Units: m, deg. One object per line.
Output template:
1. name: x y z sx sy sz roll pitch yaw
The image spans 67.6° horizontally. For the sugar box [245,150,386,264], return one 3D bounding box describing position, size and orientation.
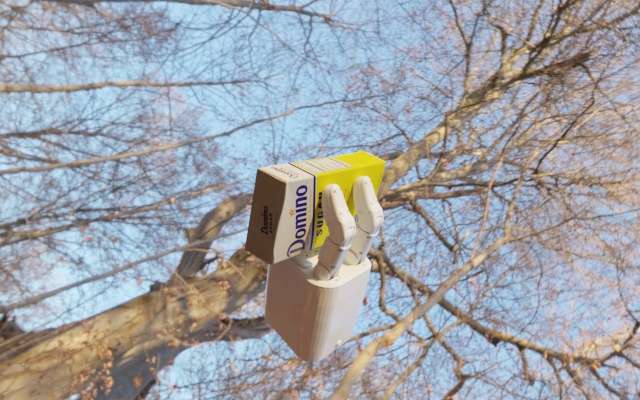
1. sugar box: 0.001 0.002 0.525 0.048 0.093 0.176 26 26 30
